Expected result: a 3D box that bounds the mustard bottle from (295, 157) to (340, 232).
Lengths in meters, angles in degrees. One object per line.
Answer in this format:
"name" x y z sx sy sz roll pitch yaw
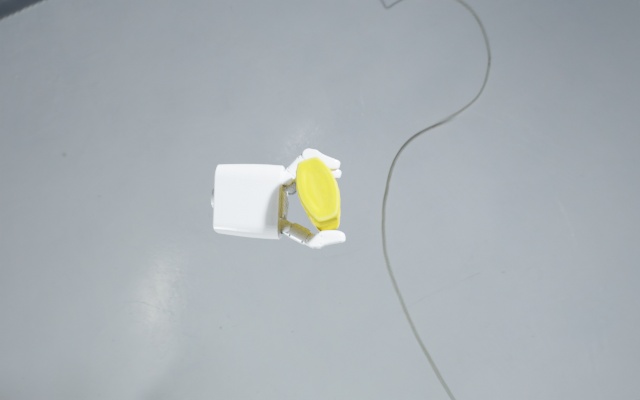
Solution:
"mustard bottle" 0.000 0.002 0.760 0.058 0.096 0.192 -20 -12 -1
